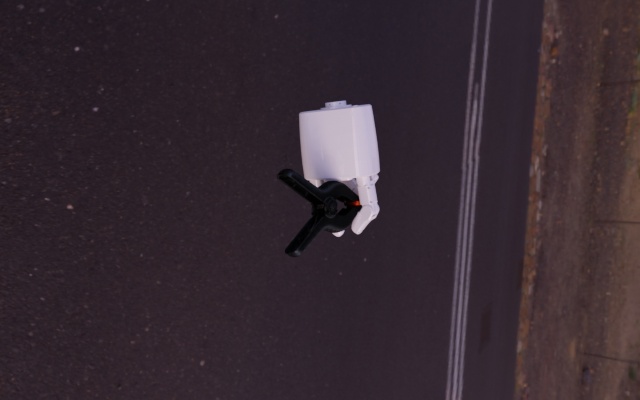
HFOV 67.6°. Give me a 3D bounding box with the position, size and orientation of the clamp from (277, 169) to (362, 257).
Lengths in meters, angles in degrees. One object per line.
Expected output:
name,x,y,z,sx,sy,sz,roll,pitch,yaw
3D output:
clamp,0.001,0.002,0.700,0.039,0.120,0.171,2,15,38
